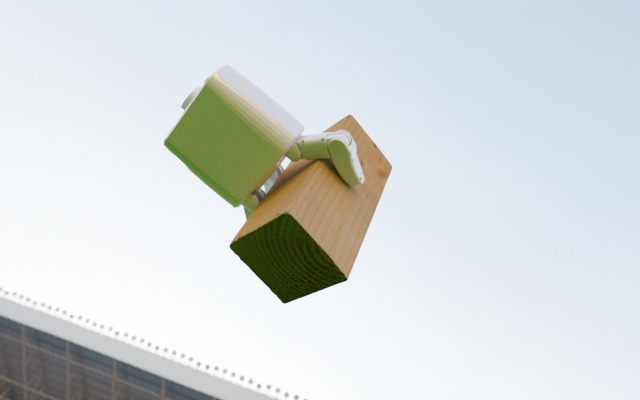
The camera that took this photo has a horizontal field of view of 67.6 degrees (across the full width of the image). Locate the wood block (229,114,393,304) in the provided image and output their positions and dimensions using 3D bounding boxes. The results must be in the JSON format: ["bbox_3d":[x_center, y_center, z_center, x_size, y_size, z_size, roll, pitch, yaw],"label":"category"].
[{"bbox_3d":[0.000,0.001,0.529,0.091,0.090,0.206,-29,20,36],"label":"wood block"}]
